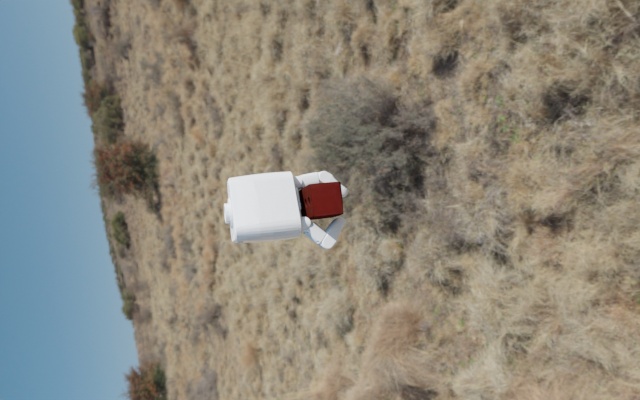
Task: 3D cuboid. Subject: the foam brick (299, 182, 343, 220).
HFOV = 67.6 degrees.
[{"bbox_3d":[0.000,0.002,0.770,0.051,0.053,0.078,-5,-6,-15],"label":"foam brick"}]
